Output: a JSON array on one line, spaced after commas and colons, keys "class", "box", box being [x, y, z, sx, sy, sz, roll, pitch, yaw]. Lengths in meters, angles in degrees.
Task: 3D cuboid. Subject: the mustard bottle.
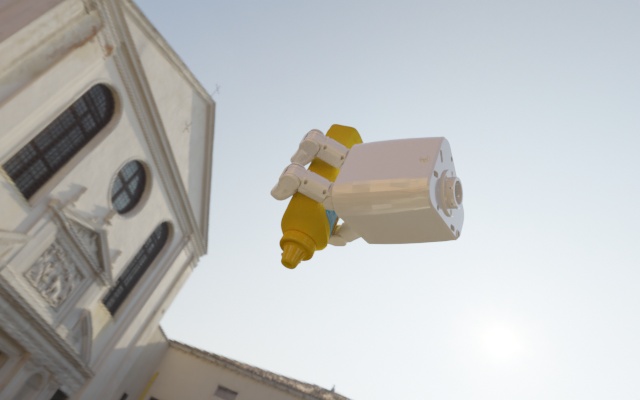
[{"class": "mustard bottle", "box": [0.000, 0.002, 0.572, 0.058, 0.191, 0.096, 15, -39, 15]}]
